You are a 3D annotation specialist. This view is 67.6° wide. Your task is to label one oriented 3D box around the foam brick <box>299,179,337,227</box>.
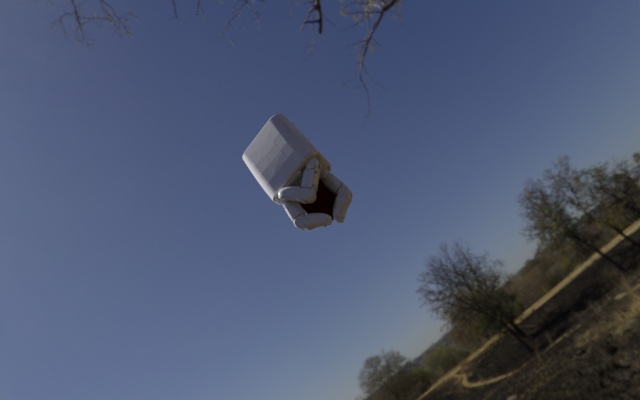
[{"bbox_3d":[0.000,0.003,0.812,0.053,0.051,0.078,-42,-24,4],"label":"foam brick"}]
